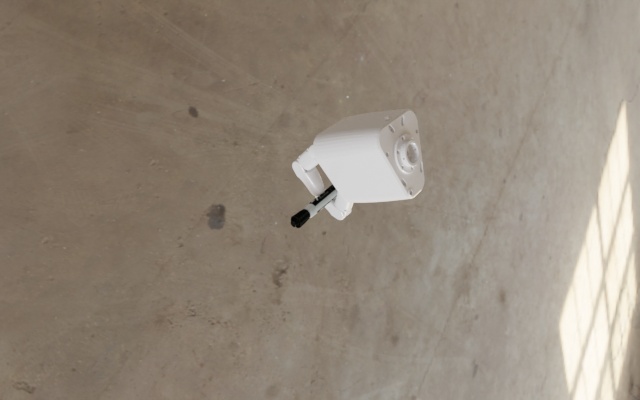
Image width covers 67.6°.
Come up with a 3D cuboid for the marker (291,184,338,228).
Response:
[{"bbox_3d":[0.000,0.002,0.672,0.020,0.020,0.121,0,29,44],"label":"marker"}]
